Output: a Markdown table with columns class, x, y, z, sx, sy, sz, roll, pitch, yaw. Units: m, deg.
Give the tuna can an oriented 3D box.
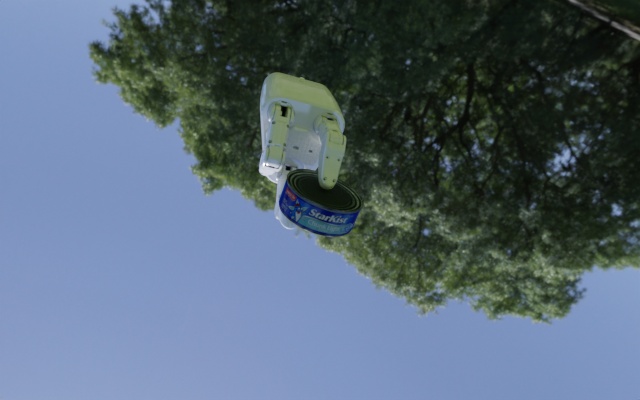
| class | x | y | z | sx | sy | sz | roll | pitch | yaw |
| --- | --- | --- | --- | --- | --- | --- | --- | --- | --- |
| tuna can | 0.000 | 0.002 | 0.504 | 0.086 | 0.034 | 0.086 | 18 | 25 | -9 |
